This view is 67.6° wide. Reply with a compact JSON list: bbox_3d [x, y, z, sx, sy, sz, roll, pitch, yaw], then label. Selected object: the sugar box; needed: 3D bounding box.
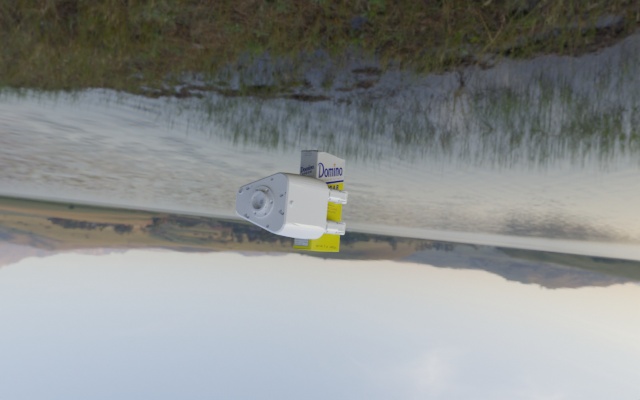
[{"bbox_3d":[0.000,0.003,0.867,0.048,0.176,0.093,3,-4,35],"label":"sugar box"}]
